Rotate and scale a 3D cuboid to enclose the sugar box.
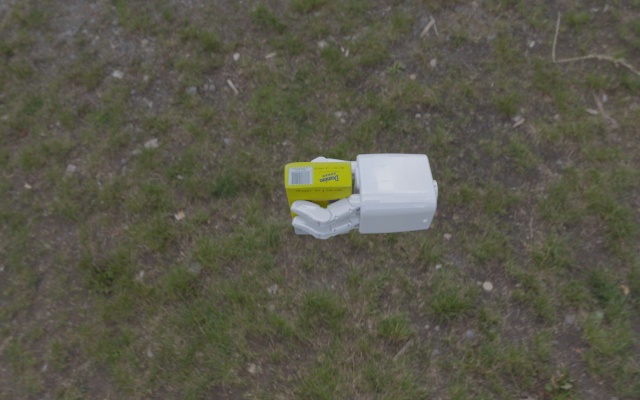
[{"bbox_3d":[0.000,0.003,0.727,0.093,0.048,0.176,-1,-28,3],"label":"sugar box"}]
